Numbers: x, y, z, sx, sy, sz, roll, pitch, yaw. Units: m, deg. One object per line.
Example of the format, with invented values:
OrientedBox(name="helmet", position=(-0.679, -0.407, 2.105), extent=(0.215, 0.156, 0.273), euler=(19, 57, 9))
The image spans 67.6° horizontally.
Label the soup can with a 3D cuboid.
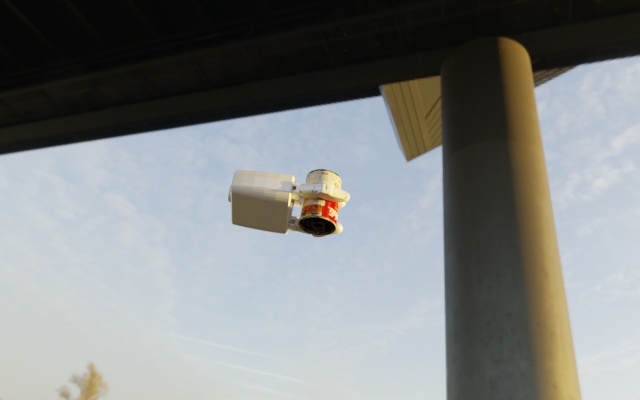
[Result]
OrientedBox(name="soup can", position=(0.001, 0.003, 0.868), extent=(0.068, 0.102, 0.068), euler=(6, -31, 3))
